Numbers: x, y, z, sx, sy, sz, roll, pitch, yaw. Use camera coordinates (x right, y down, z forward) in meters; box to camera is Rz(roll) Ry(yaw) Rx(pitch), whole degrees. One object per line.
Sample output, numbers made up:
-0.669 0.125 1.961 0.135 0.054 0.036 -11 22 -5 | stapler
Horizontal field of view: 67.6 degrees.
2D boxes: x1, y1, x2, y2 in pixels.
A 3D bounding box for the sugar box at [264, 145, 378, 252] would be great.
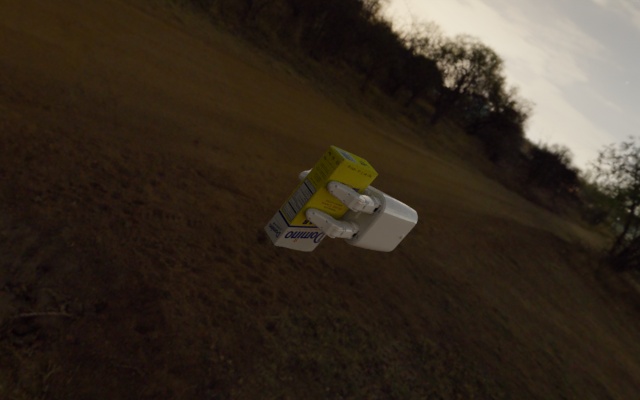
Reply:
0.001 0.003 0.745 0.093 0.176 0.048 17 27 -48 | sugar box
